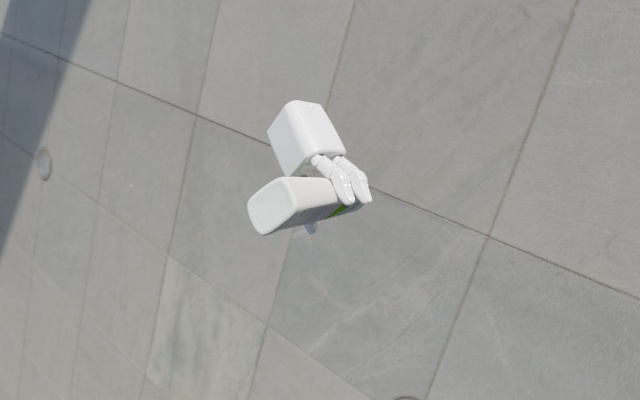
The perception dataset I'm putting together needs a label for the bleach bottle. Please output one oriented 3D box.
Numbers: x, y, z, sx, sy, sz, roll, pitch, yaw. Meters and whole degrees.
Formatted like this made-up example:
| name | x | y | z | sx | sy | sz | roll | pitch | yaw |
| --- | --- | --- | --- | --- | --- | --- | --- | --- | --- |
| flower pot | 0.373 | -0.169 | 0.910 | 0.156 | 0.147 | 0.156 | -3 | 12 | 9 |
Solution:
| name | x | y | z | sx | sy | sz | roll | pitch | yaw |
| --- | --- | --- | --- | --- | --- | --- | --- | --- | --- |
| bleach bottle | 0.000 | 0.003 | 0.813 | 0.102 | 0.068 | 0.251 | -35 | -18 | 33 |
